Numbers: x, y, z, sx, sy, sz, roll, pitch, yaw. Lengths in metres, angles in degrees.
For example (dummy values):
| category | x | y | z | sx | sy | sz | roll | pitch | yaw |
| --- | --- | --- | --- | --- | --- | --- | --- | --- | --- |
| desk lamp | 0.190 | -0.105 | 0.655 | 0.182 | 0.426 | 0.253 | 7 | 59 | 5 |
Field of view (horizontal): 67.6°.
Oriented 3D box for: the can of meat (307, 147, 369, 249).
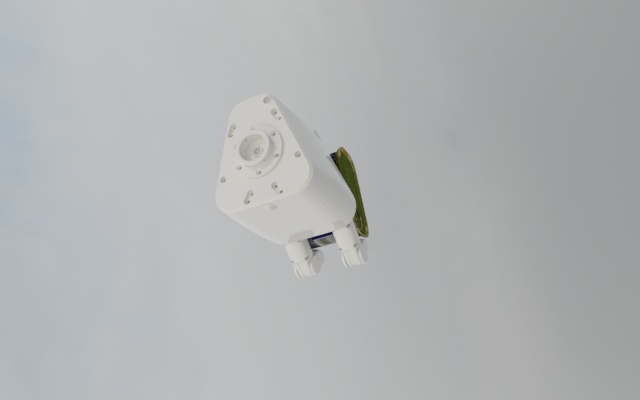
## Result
| category | x | y | z | sx | sy | sz | roll | pitch | yaw |
| --- | --- | --- | --- | --- | --- | --- | --- | --- | --- |
| can of meat | 0.000 | 0.002 | 0.539 | 0.084 | 0.102 | 0.057 | -17 | -20 | 16 |
